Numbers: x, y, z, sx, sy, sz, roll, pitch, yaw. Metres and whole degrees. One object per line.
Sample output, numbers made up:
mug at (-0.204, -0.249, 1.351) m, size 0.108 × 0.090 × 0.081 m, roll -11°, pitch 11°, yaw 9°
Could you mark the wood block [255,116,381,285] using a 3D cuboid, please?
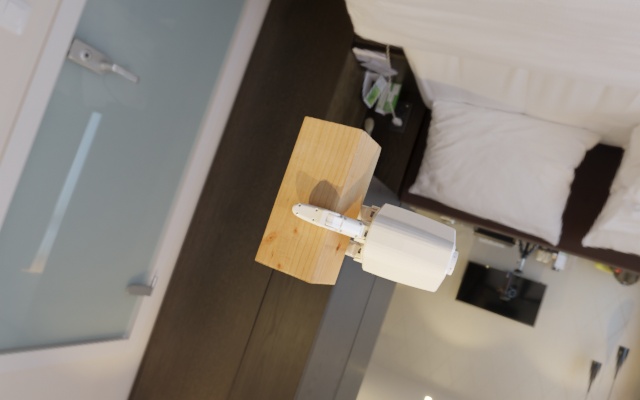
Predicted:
wood block at (0.000, 0.002, 0.659) m, size 0.090 × 0.206 × 0.091 m, roll 18°, pitch -3°, yaw 25°
